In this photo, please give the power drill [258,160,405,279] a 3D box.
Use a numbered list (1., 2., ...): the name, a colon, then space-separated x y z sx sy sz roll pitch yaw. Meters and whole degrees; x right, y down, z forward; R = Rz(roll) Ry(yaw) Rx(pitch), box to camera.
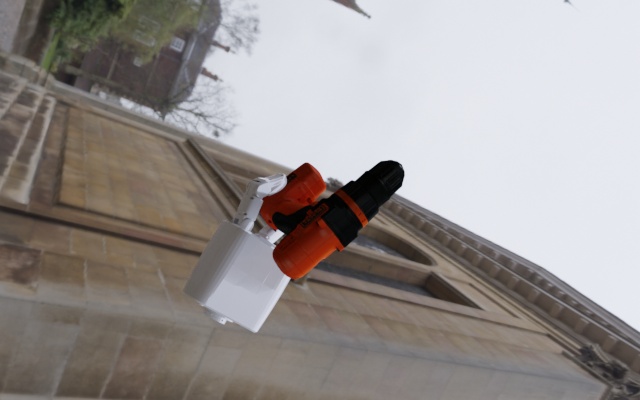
1. power drill: 0.000 0.002 0.609 0.184 0.057 0.187 -39 22 -8
